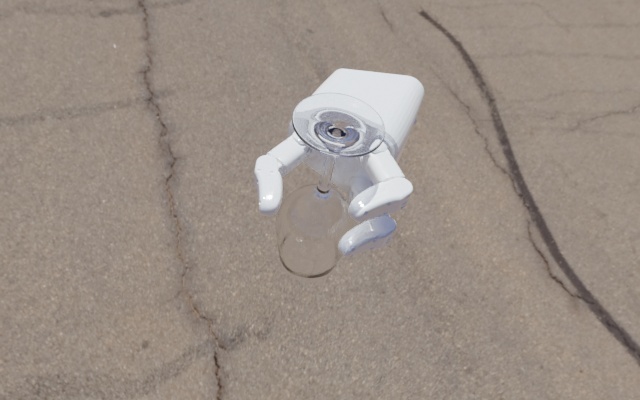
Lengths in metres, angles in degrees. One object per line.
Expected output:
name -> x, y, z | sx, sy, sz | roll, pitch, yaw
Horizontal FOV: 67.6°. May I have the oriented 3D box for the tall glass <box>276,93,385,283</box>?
tall glass -> 0.000, 0.001, 0.449 | 0.079, 0.079, 0.201 | 0, -39, -11
